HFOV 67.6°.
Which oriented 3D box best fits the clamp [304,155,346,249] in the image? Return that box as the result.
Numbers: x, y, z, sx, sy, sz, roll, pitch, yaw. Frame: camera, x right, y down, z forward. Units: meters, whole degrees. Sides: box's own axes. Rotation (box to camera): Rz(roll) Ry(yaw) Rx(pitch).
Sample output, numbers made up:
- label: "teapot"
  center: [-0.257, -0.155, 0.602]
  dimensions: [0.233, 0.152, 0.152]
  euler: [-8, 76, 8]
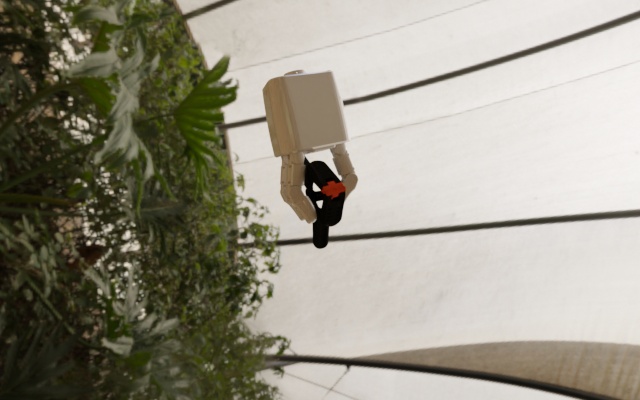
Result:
- label: "clamp"
  center: [0.001, 0.002, 0.701]
  dimensions: [0.036, 0.164, 0.210]
  euler: [-17, 6, -12]
